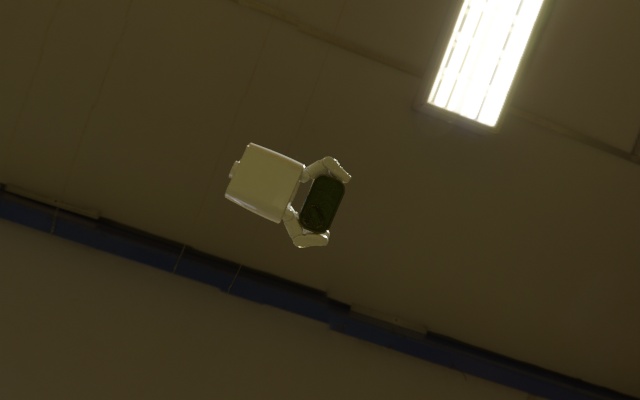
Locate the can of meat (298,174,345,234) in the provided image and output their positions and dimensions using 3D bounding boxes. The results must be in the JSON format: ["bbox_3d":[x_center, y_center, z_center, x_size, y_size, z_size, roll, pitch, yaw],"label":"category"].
[{"bbox_3d":[0.000,0.003,0.858,0.057,0.102,0.084,22,4,-5],"label":"can of meat"}]
